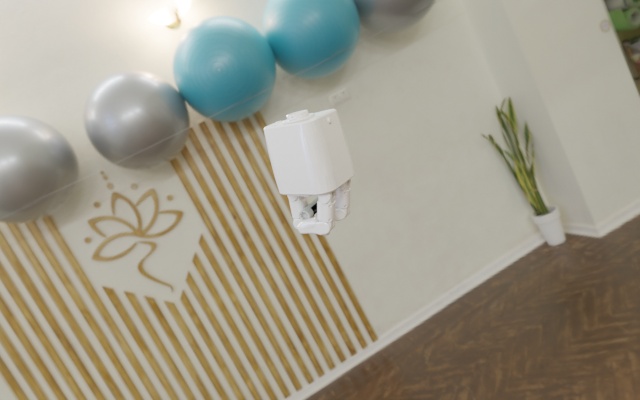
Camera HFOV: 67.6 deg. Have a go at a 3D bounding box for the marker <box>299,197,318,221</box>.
[{"bbox_3d":[0.000,0.003,0.775,0.020,0.020,0.121,0,21,27],"label":"marker"}]
